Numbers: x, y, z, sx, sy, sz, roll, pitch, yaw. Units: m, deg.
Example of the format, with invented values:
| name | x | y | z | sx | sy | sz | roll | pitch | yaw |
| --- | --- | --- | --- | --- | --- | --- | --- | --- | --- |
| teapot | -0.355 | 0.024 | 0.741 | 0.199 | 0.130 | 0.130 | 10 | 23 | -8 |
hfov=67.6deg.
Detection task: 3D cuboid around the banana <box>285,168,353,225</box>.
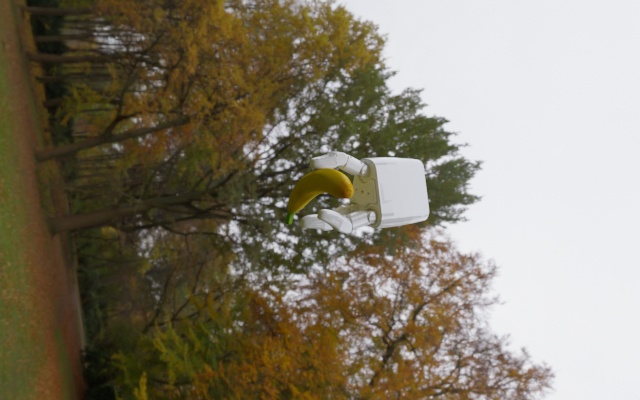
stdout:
| name | x | y | z | sx | sy | sz | roll | pitch | yaw |
| --- | --- | --- | --- | --- | --- | --- | --- | --- | --- |
| banana | -0.004 | -0.015 | 0.740 | 0.037 | 0.069 | 0.198 | 0 | -14 | -28 |
